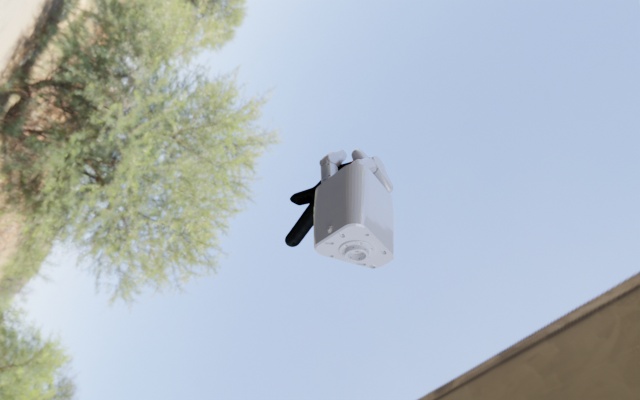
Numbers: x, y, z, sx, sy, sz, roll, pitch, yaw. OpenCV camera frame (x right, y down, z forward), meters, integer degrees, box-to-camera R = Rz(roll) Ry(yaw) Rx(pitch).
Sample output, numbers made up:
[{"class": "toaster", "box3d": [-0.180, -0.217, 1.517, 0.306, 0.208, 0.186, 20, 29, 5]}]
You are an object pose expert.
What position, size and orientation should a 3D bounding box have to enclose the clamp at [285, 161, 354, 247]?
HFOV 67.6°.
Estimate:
[{"class": "clamp", "box3d": [0.001, 0.003, 0.771, 0.039, 0.120, 0.171, 29, -45, -28]}]
